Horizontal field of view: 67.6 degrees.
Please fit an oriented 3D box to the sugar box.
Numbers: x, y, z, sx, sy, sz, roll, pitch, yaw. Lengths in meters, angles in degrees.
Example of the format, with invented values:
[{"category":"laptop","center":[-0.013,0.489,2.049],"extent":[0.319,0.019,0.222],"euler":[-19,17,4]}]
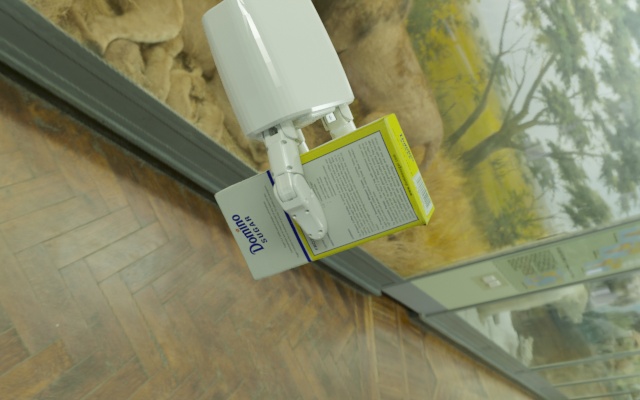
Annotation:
[{"category":"sugar box","center":[0.000,0.001,0.425],"extent":[0.176,0.093,0.048],"euler":[-20,8,27]}]
